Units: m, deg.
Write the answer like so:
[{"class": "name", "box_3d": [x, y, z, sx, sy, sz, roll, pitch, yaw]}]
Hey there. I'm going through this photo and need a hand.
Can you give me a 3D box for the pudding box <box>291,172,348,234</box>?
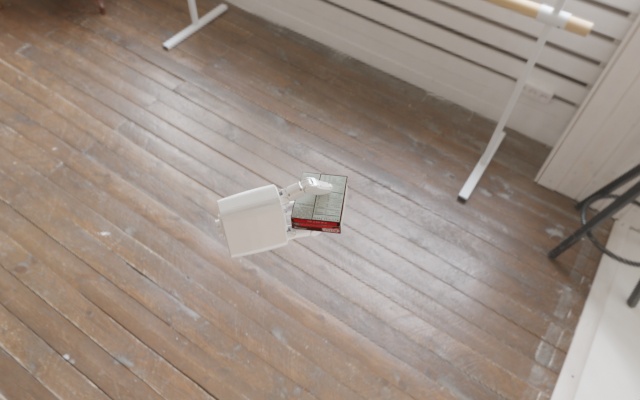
[{"class": "pudding box", "box_3d": [0.000, 0.003, 0.863, 0.090, 0.113, 0.039, 7, -36, 6]}]
